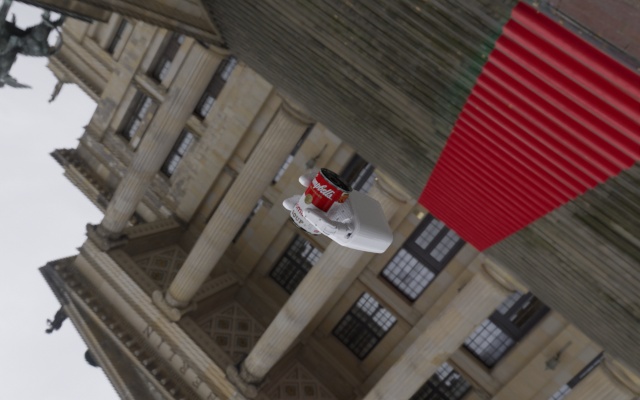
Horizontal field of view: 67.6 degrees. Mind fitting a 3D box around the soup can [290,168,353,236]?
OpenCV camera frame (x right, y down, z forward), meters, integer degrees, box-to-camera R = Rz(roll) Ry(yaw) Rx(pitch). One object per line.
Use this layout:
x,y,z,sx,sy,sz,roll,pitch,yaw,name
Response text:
0.000,0.003,0.844,0.068,0.102,0.068,32,19,-12,soup can
